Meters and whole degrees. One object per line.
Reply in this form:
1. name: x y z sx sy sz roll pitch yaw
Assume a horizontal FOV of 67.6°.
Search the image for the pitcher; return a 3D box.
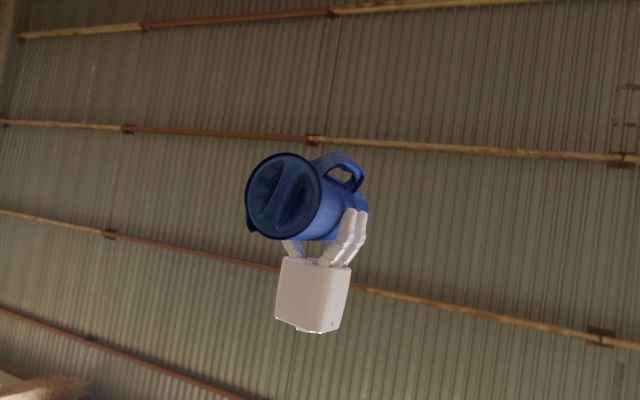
1. pitcher: 0.000 0.003 0.802 0.149 0.145 0.243 7 -4 27
